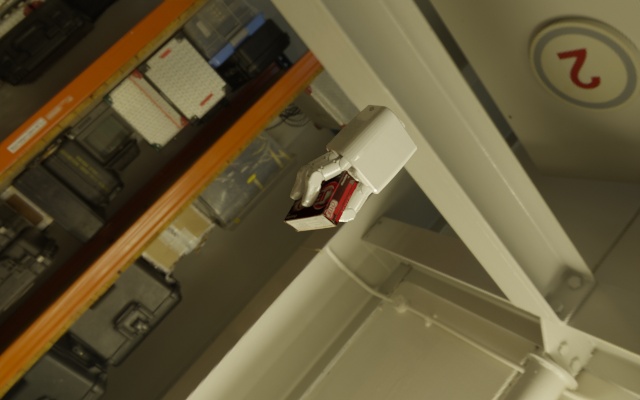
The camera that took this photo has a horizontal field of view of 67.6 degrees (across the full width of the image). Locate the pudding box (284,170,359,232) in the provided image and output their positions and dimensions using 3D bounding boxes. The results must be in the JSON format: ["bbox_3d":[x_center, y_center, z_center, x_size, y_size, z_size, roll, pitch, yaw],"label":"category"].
[{"bbox_3d":[0.000,0.003,0.782,0.039,0.090,0.113,41,-29,-22],"label":"pudding box"}]
